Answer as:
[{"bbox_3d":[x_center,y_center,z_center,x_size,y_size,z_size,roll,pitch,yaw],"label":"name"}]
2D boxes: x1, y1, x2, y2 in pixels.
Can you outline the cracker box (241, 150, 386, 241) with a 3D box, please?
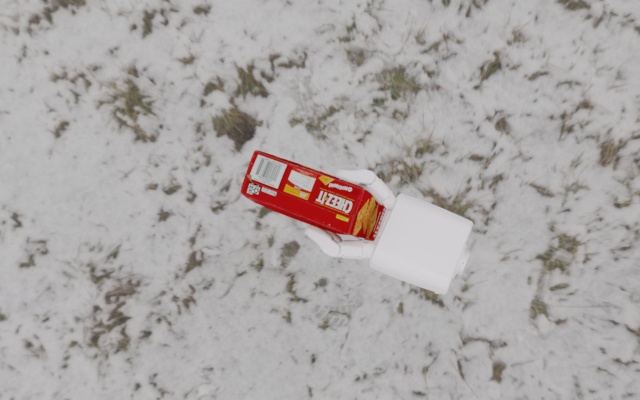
[{"bbox_3d":[0.000,0.002,0.713,0.164,0.072,0.214,20,-2,16],"label":"cracker box"}]
